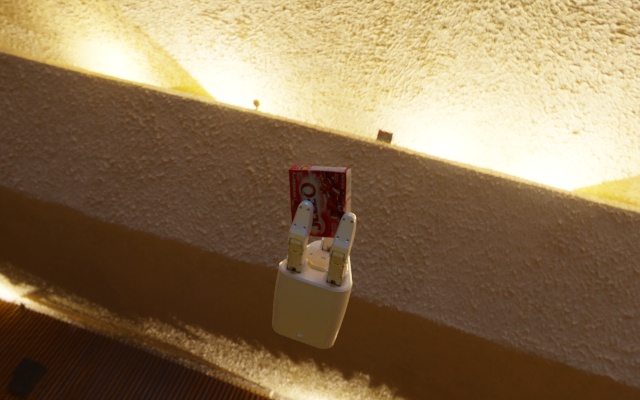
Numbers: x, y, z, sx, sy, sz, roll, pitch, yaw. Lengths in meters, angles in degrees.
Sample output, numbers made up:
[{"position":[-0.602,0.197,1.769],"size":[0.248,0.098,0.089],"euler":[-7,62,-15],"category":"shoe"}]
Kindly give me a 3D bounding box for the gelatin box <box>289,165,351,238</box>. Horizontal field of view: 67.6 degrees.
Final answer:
[{"position":[0.000,0.001,0.598],"size":[0.073,0.089,0.030],"euler":[4,19,15],"category":"gelatin box"}]
